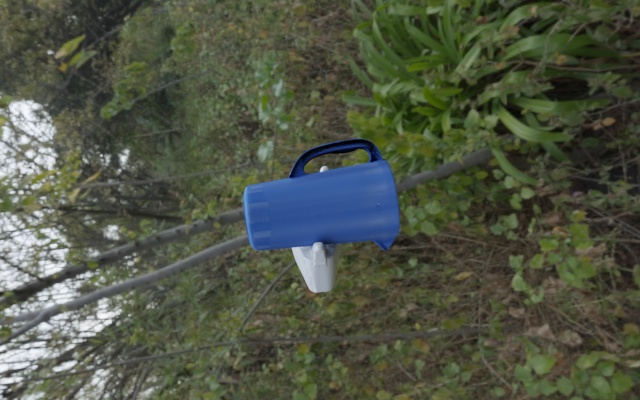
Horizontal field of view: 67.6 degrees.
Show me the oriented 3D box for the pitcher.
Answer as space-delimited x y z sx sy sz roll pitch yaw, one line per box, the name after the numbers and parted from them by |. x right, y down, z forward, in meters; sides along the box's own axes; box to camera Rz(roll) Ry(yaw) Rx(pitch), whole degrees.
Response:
0.000 0.003 0.784 0.243 0.149 0.145 -8 -43 -3 | pitcher
